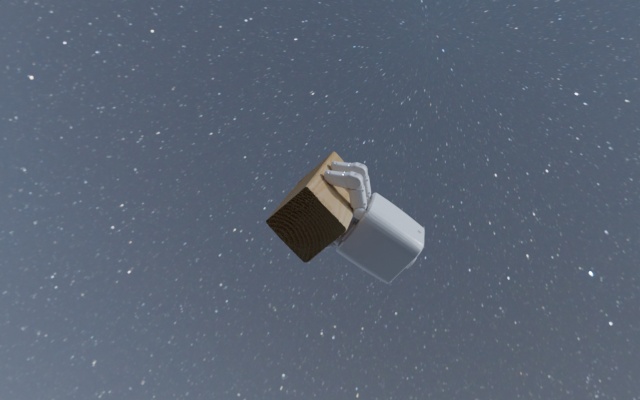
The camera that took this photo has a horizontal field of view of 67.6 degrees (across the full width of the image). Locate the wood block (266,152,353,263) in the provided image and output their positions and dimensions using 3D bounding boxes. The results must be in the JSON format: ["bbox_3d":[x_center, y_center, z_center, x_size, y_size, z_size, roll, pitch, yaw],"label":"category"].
[{"bbox_3d":[0.000,0.003,0.786,0.091,0.090,0.206,-41,6,22],"label":"wood block"}]
